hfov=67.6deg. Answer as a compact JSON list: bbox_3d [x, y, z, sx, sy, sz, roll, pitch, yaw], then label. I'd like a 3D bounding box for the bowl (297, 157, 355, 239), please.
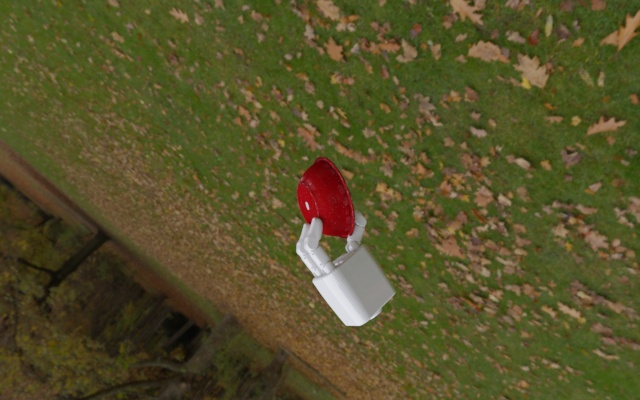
[{"bbox_3d":[-0.001,0.002,0.885,0.055,0.162,0.162,-19,7,-21],"label":"bowl"}]
